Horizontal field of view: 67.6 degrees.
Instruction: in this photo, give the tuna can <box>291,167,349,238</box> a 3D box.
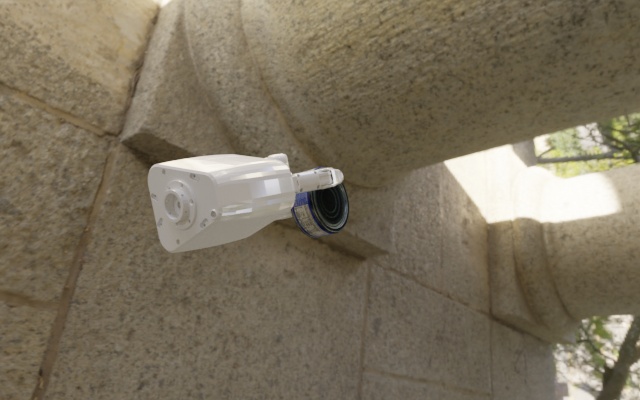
[{"bbox_3d":[0.001,0.002,0.597,0.034,0.086,0.086,-14,-8,34],"label":"tuna can"}]
